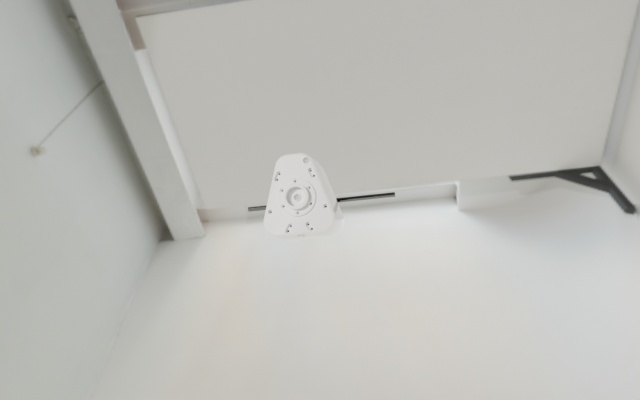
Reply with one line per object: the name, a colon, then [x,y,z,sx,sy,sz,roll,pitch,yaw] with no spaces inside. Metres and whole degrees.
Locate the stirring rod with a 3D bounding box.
stirring rod: [0.000,0.002,0.776,0.239,0.011,0.011,-6,-1,6]
